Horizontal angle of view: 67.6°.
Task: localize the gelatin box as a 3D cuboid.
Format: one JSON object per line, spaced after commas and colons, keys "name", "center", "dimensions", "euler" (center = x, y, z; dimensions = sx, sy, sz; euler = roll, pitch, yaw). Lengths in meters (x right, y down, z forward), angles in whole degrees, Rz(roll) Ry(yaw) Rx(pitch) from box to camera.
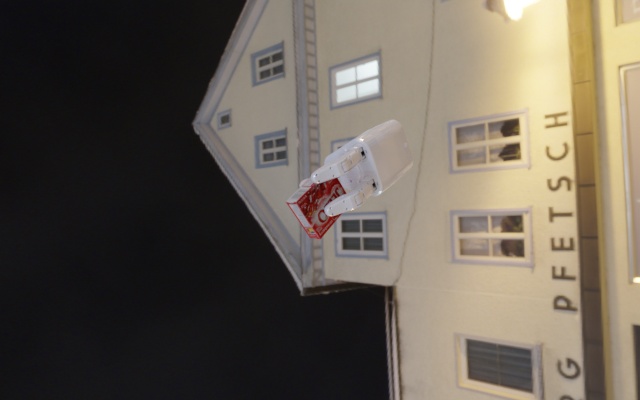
{"name": "gelatin box", "center": [0.000, 0.003, 0.728], "dimensions": [0.030, 0.073, 0.089], "euler": [1, 40, 50]}
